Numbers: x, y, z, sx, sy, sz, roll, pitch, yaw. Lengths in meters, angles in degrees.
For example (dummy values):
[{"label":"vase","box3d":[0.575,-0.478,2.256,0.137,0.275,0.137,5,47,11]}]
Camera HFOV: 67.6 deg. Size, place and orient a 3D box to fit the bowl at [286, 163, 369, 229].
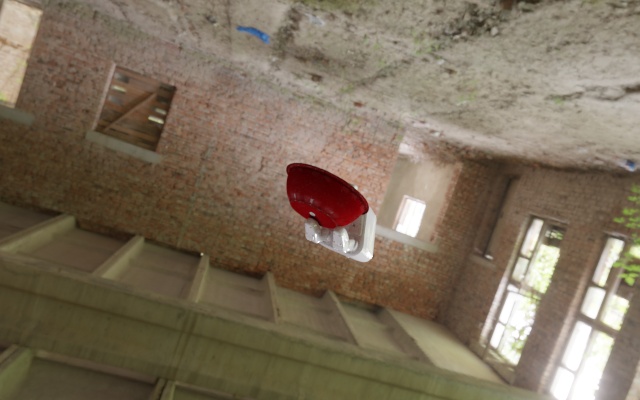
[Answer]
[{"label":"bowl","box3d":[-0.001,0.002,0.821,0.162,0.055,0.162,26,-18,9]}]
